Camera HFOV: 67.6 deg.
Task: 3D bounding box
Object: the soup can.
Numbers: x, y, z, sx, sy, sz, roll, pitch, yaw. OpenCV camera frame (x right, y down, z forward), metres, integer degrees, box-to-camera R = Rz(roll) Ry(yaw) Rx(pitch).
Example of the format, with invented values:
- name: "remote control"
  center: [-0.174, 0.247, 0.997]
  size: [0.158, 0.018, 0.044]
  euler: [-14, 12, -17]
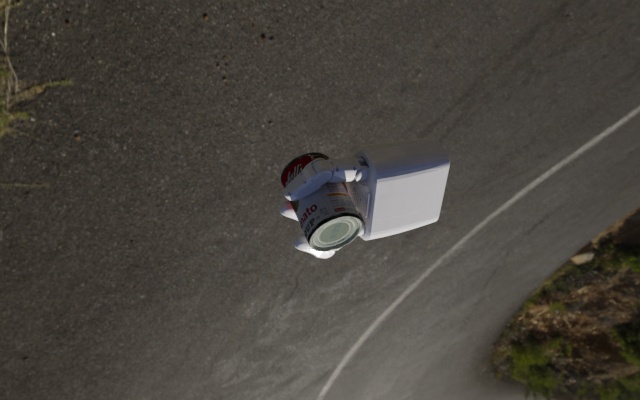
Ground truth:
- name: "soup can"
  center: [0.000, 0.002, 0.569]
  size: [0.068, 0.102, 0.069]
  euler: [-16, -37, -13]
